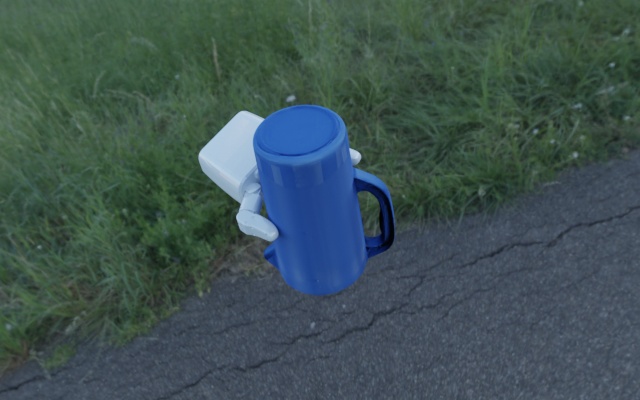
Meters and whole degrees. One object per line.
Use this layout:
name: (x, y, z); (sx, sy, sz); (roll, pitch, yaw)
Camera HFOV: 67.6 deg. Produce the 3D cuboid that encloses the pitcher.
pitcher: (0.000, 0.002, 0.618); (0.149, 0.243, 0.145); (-38, 52, -25)
